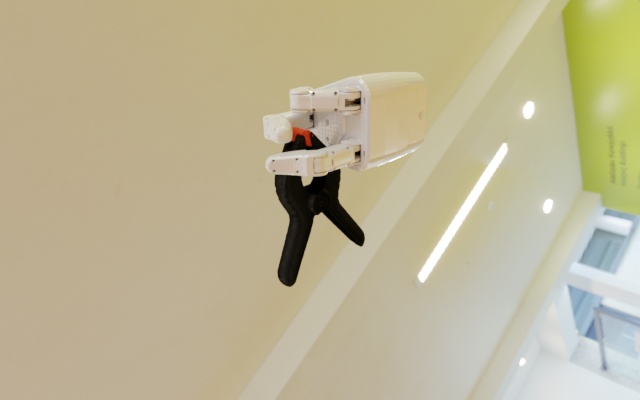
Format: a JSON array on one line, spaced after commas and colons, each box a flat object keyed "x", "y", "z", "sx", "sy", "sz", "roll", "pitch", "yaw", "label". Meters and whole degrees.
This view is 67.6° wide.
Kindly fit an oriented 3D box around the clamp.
[{"x": 0.000, "y": 0.001, "z": 0.528, "sx": 0.120, "sy": 0.171, "sz": 0.039, "roll": -19, "pitch": 27, "yaw": -39, "label": "clamp"}]
